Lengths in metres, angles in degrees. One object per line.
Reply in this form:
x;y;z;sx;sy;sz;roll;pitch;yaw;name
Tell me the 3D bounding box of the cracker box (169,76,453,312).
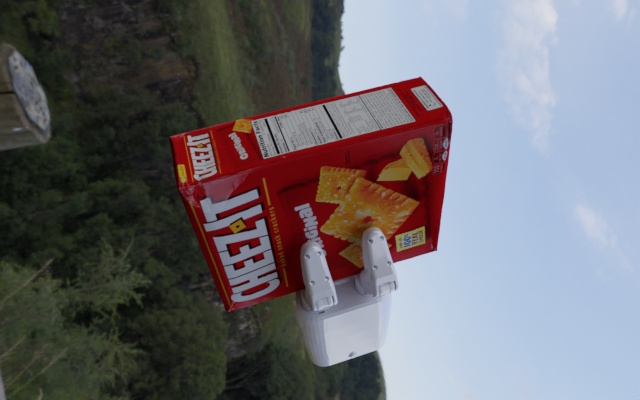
0.000;0.001;0.416;0.213;0.164;0.072;-15;46;-9;cracker box
